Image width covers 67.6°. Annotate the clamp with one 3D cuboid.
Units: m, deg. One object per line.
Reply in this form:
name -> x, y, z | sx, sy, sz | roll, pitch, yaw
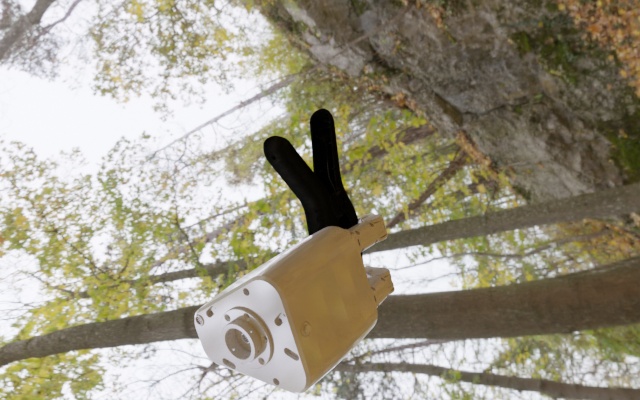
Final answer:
clamp -> 0.000, 0.002, 0.449 | 0.039, 0.171, 0.120 | -13, 8, 34
